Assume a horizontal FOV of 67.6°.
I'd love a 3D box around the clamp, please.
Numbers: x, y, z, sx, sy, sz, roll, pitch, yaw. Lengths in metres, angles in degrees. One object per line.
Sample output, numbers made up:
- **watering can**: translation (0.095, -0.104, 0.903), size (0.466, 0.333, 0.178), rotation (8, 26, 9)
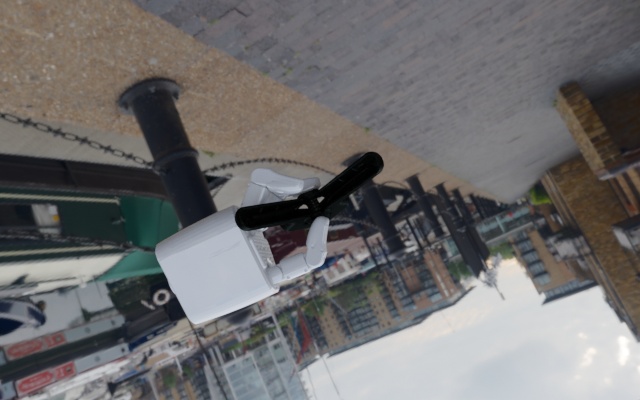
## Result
- **clamp**: translation (0.000, 0.003, 0.576), size (0.164, 0.036, 0.210), rotation (-24, -10, 4)
